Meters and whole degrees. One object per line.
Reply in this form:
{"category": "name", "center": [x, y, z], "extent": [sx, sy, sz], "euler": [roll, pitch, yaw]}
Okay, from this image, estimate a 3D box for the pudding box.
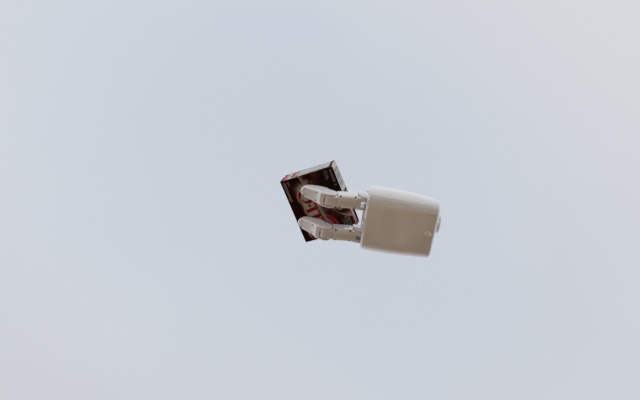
{"category": "pudding box", "center": [0.000, 0.002, 0.752], "extent": [0.090, 0.113, 0.039], "euler": [-17, 16, 19]}
